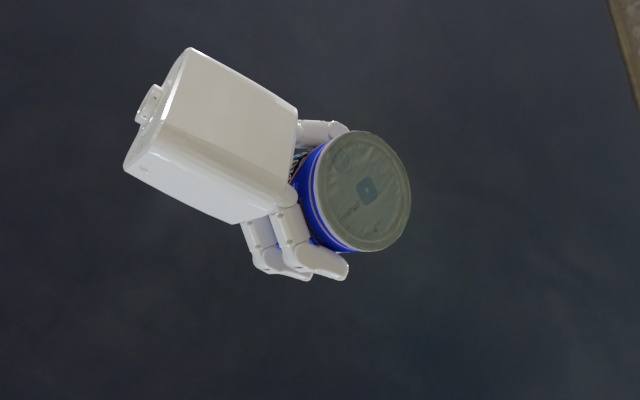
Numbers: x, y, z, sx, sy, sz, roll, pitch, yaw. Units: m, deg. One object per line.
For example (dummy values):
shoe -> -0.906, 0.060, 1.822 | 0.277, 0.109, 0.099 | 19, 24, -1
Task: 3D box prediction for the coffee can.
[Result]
coffee can -> 0.000, 0.001, 0.455 | 0.103, 0.103, 0.140 | 0, -9, -35
